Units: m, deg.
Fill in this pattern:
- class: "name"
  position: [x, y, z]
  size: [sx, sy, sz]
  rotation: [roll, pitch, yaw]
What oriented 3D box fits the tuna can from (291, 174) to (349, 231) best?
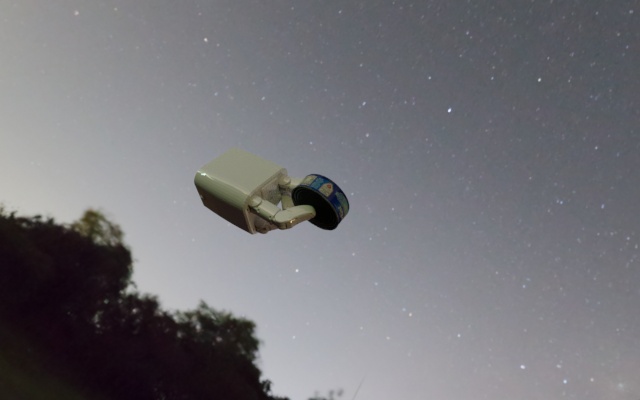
- class: "tuna can"
  position: [0.000, 0.002, 0.710]
  size: [0.086, 0.086, 0.033]
  rotation: [0, 40, 50]
